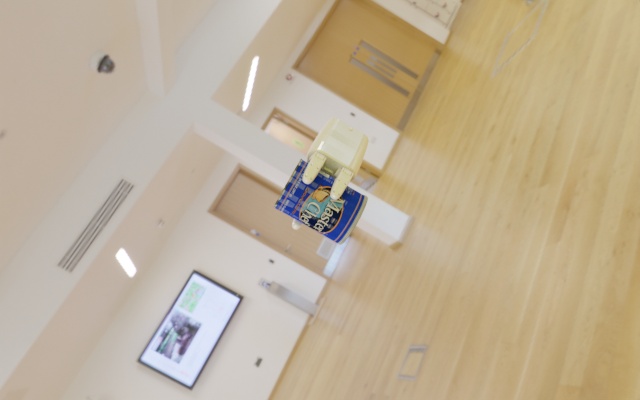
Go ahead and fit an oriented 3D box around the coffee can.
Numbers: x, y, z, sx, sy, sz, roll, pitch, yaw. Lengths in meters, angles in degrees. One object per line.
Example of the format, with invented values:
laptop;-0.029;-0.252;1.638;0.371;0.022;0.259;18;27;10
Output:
coffee can;0.000;0.003;0.868;0.140;0.103;0.103;30;-2;-4
